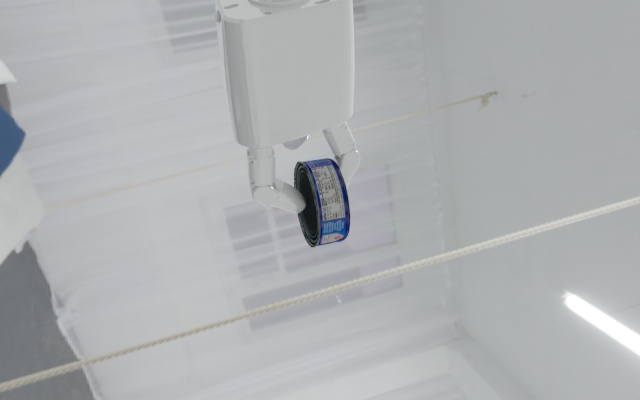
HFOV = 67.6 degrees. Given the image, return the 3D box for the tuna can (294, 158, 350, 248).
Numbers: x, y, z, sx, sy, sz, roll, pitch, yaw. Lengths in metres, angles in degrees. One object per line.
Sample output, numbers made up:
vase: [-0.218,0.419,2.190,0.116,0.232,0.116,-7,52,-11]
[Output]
tuna can: [0.001,0.002,0.473,0.034,0.086,0.086,-10,2,-15]
